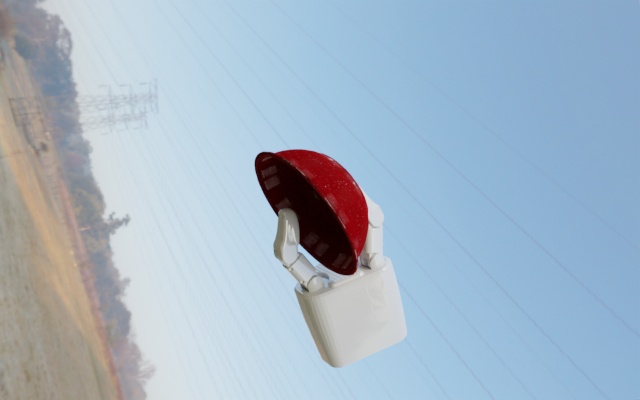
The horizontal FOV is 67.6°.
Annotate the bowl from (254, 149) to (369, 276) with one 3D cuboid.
[{"bbox_3d":[0.000,0.000,0.514,0.055,0.162,0.162,-39,16,-21],"label":"bowl"}]
